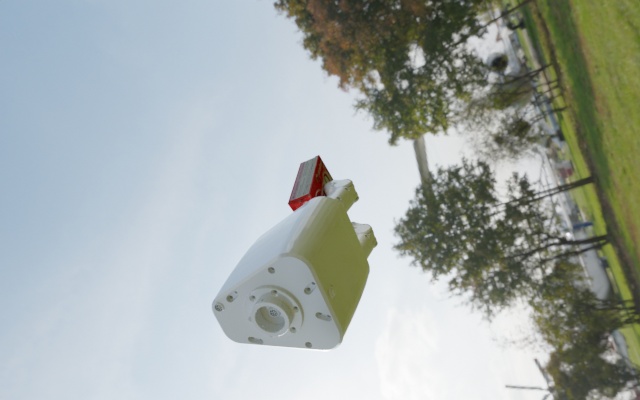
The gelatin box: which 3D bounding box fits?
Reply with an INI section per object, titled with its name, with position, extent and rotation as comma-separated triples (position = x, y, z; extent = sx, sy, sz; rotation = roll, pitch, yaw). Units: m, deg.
[gelatin box]
position = 0.000, 0.002, 0.544
extent = 0.030, 0.073, 0.089
rotation = -22, 28, 20
